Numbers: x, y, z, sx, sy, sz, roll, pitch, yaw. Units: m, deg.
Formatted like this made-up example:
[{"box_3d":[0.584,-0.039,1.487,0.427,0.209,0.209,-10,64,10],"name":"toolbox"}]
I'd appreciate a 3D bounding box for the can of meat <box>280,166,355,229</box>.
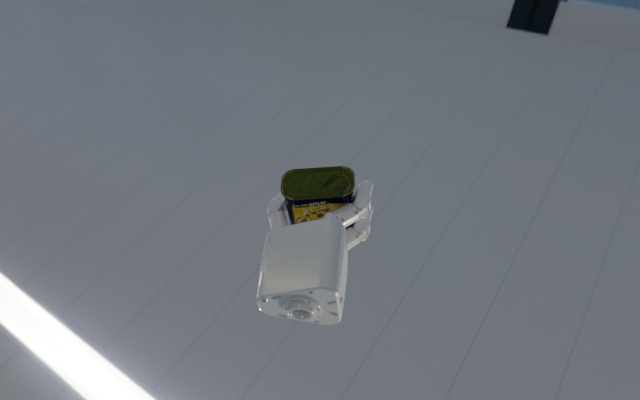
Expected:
[{"box_3d":[0.000,0.002,0.683,0.102,0.057,0.084,-4,-43,4],"name":"can of meat"}]
